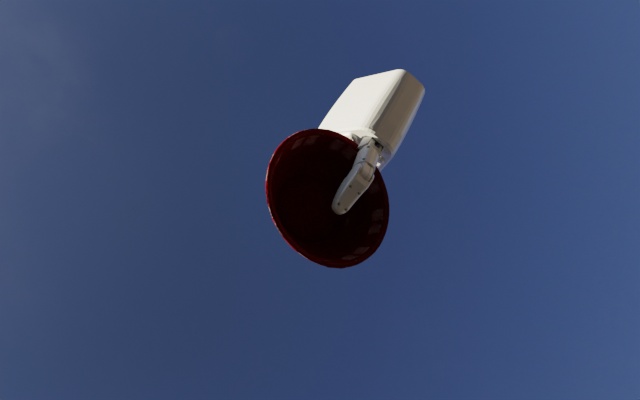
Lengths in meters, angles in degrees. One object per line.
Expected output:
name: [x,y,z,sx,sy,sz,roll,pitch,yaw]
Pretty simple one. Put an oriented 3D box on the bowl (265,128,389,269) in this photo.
bowl: [-0.001,0.003,0.550,0.162,0.162,0.055,0,-16,-33]
